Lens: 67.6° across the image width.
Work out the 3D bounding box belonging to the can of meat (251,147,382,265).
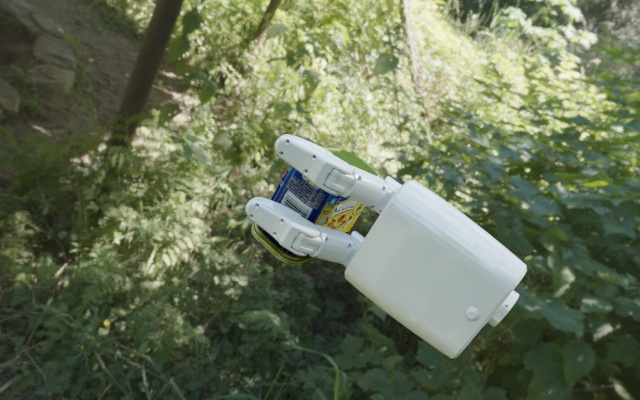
[{"bbox_3d":[0.000,0.001,0.421,0.057,0.084,0.102,40,23,22],"label":"can of meat"}]
